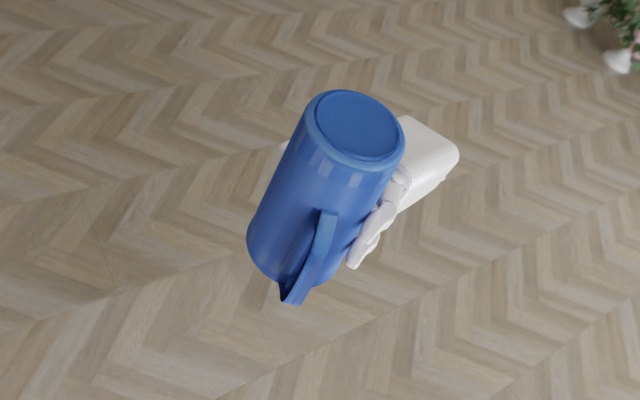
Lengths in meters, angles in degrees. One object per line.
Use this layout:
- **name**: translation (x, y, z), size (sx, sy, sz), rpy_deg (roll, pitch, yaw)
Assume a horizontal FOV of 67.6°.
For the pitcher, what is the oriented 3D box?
- **pitcher**: translation (0.000, 0.002, 0.550), size (0.145, 0.149, 0.243), rpy_deg (-25, -22, -34)
